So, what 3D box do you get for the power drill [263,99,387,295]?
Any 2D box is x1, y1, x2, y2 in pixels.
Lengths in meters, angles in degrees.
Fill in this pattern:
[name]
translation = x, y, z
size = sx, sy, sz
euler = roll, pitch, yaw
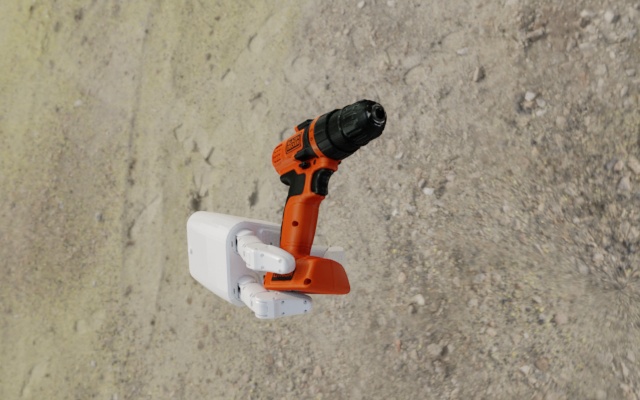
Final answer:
[power drill]
translation = 0.000, 0.002, 0.496
size = 0.057, 0.187, 0.184
euler = 15, -18, -28
